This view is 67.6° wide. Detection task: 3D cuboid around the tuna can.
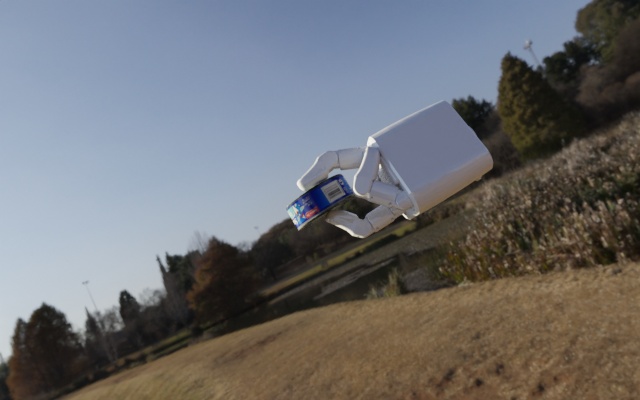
[{"bbox_3d":[0.000,0.002,0.603,0.086,0.034,0.086,-32,-5,-3],"label":"tuna can"}]
